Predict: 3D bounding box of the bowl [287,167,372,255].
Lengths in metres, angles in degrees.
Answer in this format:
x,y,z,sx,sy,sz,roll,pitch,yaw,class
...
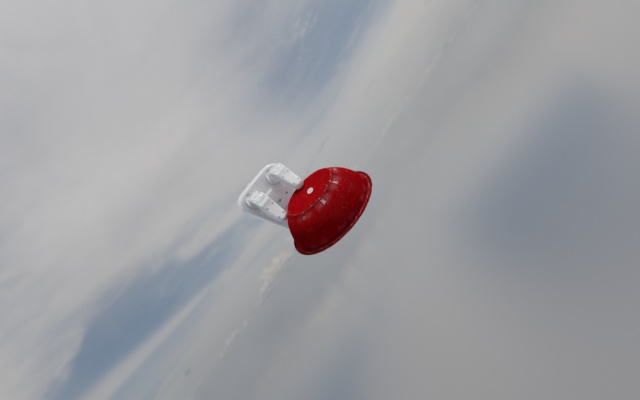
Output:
x,y,z,sx,sy,sz,roll,pitch,yaw,class
0.001,0.002,0.728,0.055,0.162,0.162,42,-21,-25,bowl
